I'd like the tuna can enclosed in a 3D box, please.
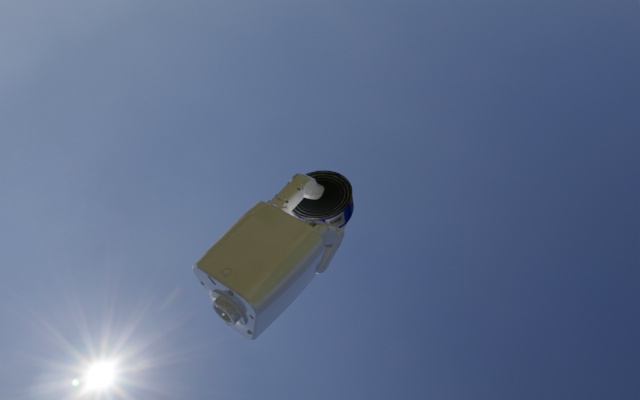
[{"bbox_3d":[0.000,0.002,0.619,0.086,0.086,0.034,0,-43,11],"label":"tuna can"}]
